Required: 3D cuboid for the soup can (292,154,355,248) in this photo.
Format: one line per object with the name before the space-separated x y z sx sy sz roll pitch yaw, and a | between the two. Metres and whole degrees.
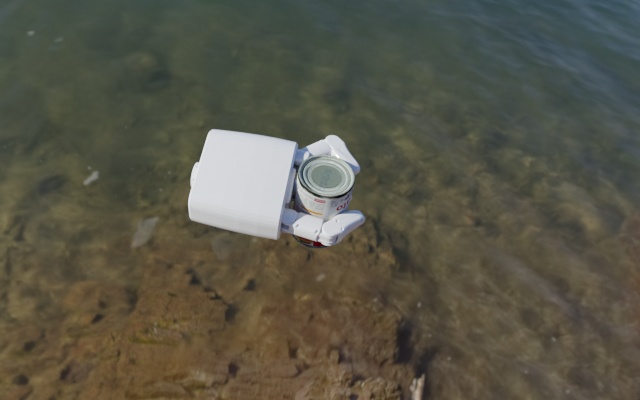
soup can | 0.001 0.002 0.578 0.068 0.068 0.102 0 -39 -10
